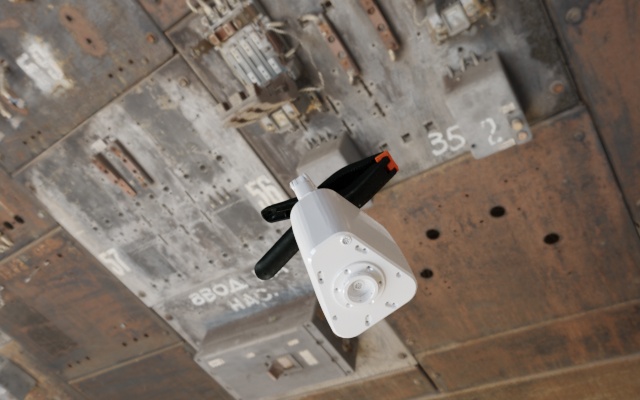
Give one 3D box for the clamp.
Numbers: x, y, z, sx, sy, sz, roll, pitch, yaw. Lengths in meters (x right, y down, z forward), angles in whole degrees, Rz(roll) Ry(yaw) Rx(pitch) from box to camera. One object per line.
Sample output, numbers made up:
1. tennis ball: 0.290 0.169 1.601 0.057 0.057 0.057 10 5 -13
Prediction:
1. clamp: 0.000 0.001 0.612 0.210 0.036 0.164 -35 23 4
